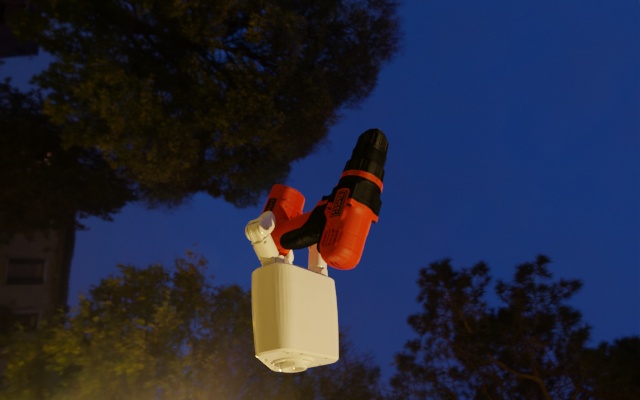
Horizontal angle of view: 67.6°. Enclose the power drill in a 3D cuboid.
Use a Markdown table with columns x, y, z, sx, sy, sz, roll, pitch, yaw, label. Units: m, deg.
| x | y | z | sx | sy | sz | roll | pitch | yaw | label |
| --- | --- | --- | --- | --- | --- | --- | --- | --- | --- |
| 0.000 | 0.002 | 0.615 | 0.057 | 0.184 | 0.187 | 35 | -29 | -29 | power drill |
